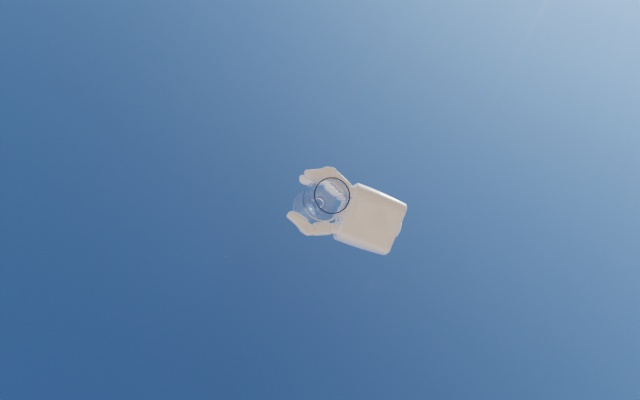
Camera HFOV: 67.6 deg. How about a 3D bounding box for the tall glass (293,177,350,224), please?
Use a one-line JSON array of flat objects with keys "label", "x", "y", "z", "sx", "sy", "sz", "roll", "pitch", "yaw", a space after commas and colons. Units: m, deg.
[{"label": "tall glass", "x": 0.000, "y": 0.003, "z": 0.884, "sx": 0.079, "sy": 0.079, "sz": 0.201, "roll": 0, "pitch": -7, "yaw": -11}]
